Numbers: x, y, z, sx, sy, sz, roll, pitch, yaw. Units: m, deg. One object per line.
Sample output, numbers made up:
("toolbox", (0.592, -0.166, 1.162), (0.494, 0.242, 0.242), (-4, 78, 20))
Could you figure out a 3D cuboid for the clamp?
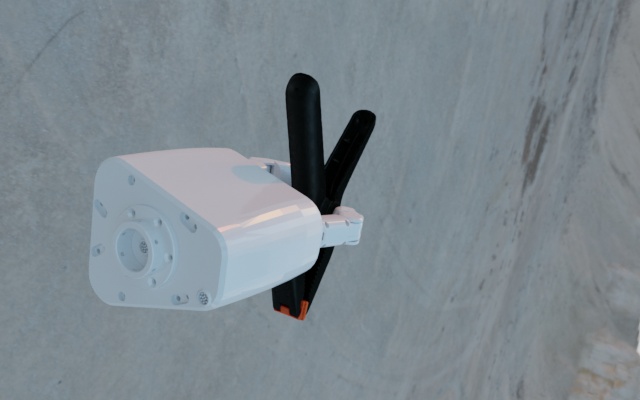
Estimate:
("clamp", (0.001, 0.002, 0.429), (0.036, 0.210, 0.164), (16, 13, 23))
